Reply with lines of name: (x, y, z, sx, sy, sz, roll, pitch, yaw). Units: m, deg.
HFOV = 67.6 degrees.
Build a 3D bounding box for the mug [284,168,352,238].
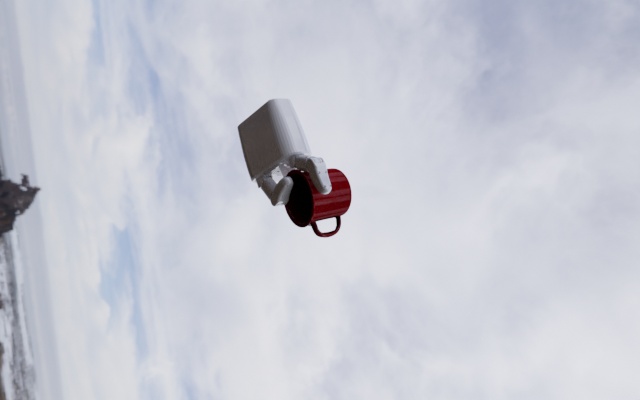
mug: (0.001, 0.004, 0.771, 0.081, 0.117, 0.093, -10, -15, -33)
